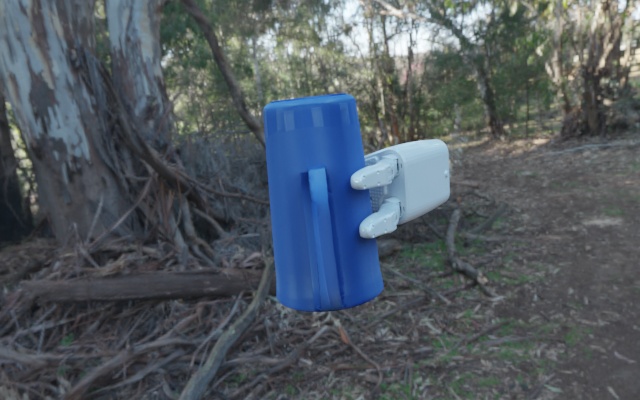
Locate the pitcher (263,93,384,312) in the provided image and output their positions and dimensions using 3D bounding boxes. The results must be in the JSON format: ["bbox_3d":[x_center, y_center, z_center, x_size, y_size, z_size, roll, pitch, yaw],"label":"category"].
[{"bbox_3d":[0.000,0.002,0.562,0.145,0.243,0.149,-17,16,-42],"label":"pitcher"}]
